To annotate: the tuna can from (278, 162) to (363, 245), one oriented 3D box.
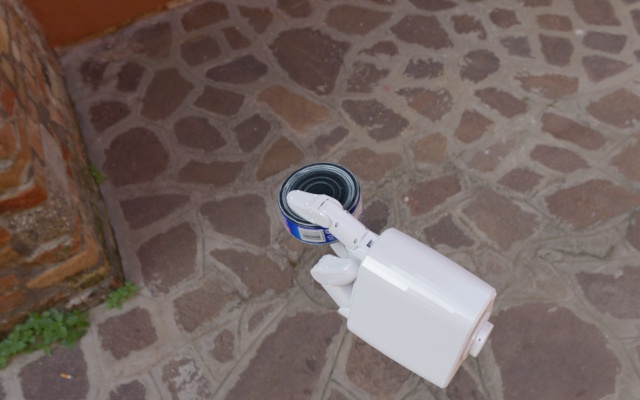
[{"bbox_3d":[0.000,0.001,0.491,0.086,0.086,0.034,0,-38,11],"label":"tuna can"}]
